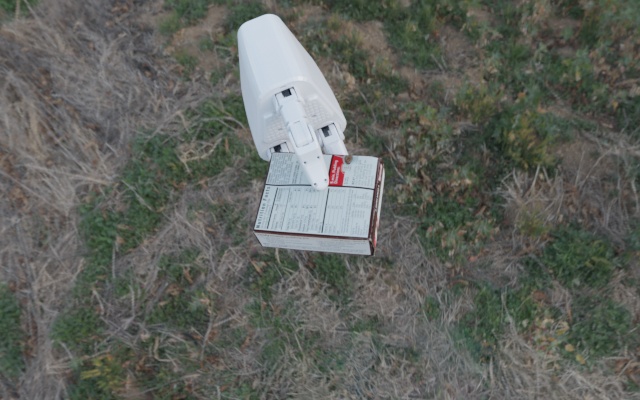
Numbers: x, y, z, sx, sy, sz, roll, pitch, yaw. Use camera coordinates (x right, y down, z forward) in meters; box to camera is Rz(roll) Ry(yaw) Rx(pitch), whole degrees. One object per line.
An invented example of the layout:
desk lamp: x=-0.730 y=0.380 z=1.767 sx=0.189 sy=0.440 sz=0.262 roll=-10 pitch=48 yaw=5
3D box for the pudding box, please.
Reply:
pudding box: x=0.000 y=0.001 z=0.452 sx=0.113 sy=0.090 sz=0.039 roll=3 pitch=-27 yaw=15
